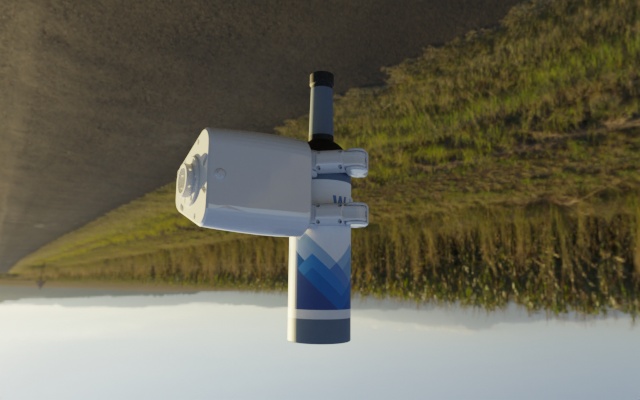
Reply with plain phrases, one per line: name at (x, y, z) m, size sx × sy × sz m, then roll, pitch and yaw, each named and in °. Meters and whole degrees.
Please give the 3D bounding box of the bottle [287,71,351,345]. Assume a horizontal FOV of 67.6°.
bottle at (0.000, 0.002, 0.525) m, size 0.069 × 0.295 × 0.069 m, roll 1°, pitch -9°, yaw 0°
